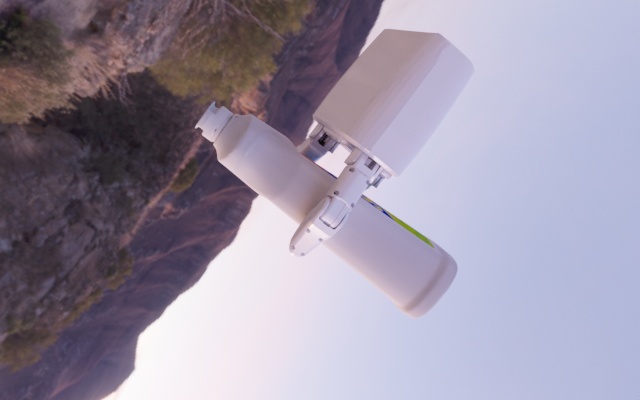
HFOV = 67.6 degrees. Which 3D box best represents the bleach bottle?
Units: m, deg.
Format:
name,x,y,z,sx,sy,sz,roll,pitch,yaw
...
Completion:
name,x,y,z,sx,sy,sz,roll,pitch,yaw
bleach bottle,0.000,0.001,0.427,0.251,0.068,0.102,37,4,-13
